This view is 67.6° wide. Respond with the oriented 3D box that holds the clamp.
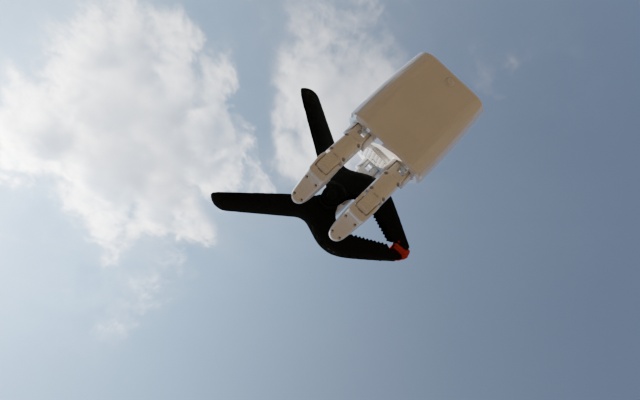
[{"bbox_3d":[0.001,0.002,0.511,0.164,0.210,0.036,-44,-5,-8],"label":"clamp"}]
